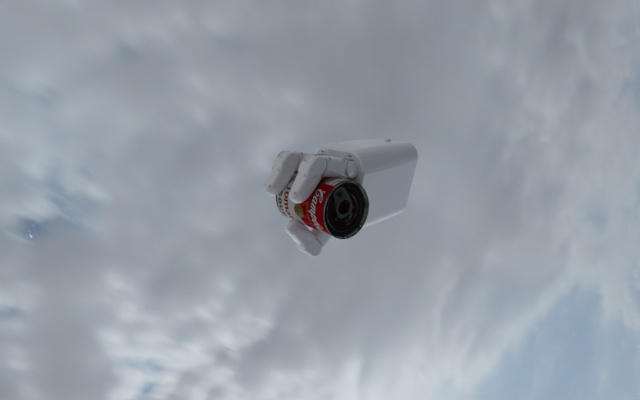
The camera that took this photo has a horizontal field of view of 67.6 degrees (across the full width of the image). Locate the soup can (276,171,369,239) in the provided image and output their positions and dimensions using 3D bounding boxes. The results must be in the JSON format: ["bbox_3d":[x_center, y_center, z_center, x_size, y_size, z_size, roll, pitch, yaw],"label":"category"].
[{"bbox_3d":[0.000,0.002,0.583,0.068,0.068,0.102,0,11,-38],"label":"soup can"}]
